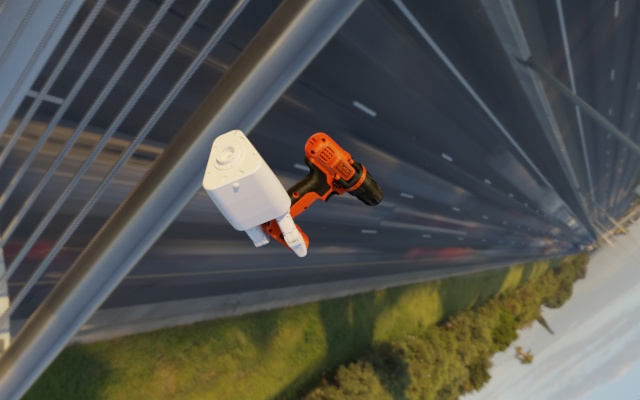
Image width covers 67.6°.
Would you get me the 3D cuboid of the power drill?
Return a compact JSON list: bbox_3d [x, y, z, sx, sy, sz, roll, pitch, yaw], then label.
[{"bbox_3d":[0.000,0.003,0.810,0.184,0.187,0.057,39,3,-33],"label":"power drill"}]
